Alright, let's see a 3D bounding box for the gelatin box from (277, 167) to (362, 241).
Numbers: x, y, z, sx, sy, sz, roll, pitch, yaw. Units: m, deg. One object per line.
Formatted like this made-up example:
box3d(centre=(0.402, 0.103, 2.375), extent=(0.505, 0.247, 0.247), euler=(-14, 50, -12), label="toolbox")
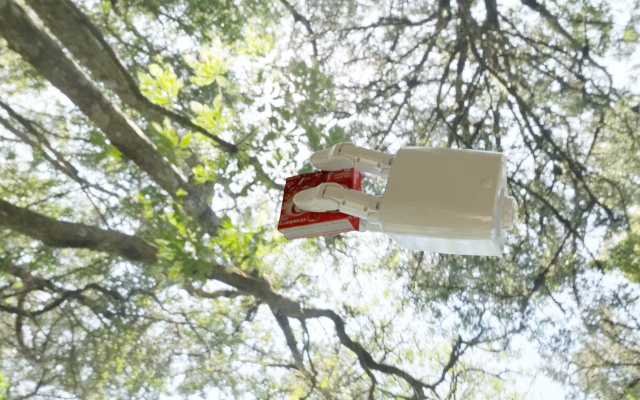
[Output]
box3d(centre=(0.000, 0.002, 0.531), extent=(0.089, 0.073, 0.030), euler=(-10, -38, 23), label="gelatin box")
